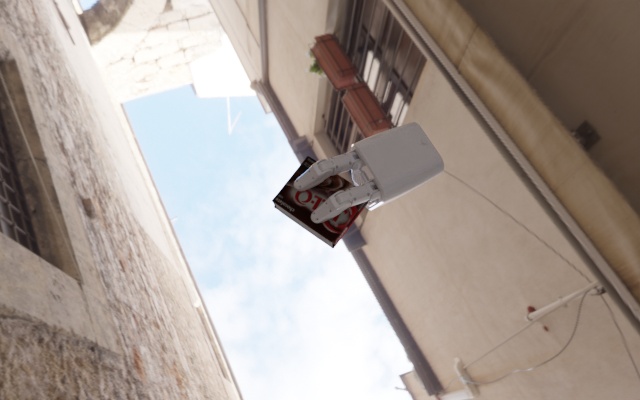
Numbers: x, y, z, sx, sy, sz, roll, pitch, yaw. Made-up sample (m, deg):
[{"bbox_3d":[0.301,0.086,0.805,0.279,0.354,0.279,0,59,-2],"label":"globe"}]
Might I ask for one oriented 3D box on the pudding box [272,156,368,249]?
[{"bbox_3d":[0.000,0.002,0.699,0.113,0.090,0.039,33,-18,15],"label":"pudding box"}]
